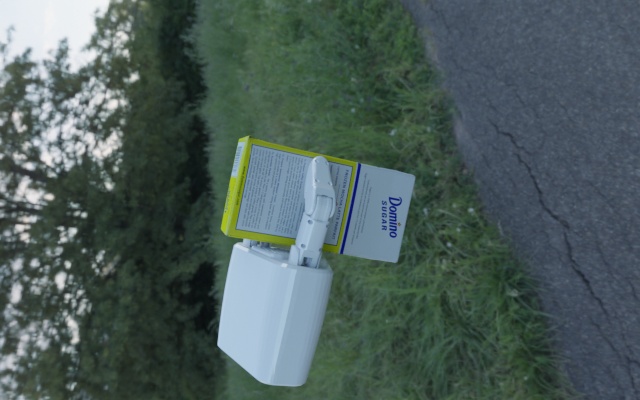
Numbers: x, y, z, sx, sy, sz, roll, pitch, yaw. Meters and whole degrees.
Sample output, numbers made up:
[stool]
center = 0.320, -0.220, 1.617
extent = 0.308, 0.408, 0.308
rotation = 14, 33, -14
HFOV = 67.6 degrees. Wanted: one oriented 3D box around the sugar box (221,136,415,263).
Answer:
[sugar box]
center = 0.000, 0.002, 0.470
extent = 0.176, 0.093, 0.048
rotation = 12, 1, -22
